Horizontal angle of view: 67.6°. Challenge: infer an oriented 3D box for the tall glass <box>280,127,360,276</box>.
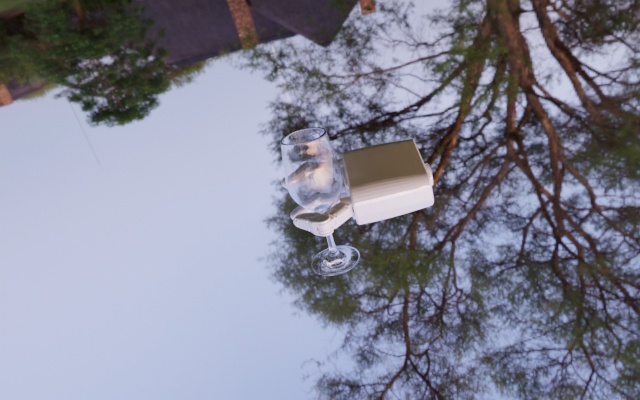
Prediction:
[{"bbox_3d":[0.000,0.003,0.666,0.079,0.201,0.079,-12,26,6],"label":"tall glass"}]
